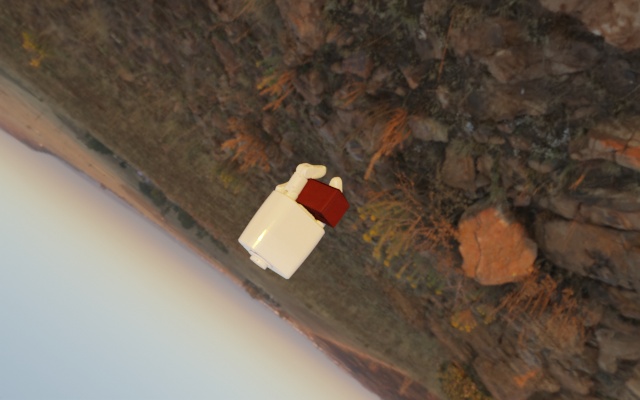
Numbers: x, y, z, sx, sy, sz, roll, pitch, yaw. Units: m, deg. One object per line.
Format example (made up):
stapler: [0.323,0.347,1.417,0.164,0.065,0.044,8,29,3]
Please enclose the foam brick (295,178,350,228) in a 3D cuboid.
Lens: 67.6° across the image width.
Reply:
foam brick: [0.000,0.003,0.813,0.078,0.051,0.053,24,-20,39]
